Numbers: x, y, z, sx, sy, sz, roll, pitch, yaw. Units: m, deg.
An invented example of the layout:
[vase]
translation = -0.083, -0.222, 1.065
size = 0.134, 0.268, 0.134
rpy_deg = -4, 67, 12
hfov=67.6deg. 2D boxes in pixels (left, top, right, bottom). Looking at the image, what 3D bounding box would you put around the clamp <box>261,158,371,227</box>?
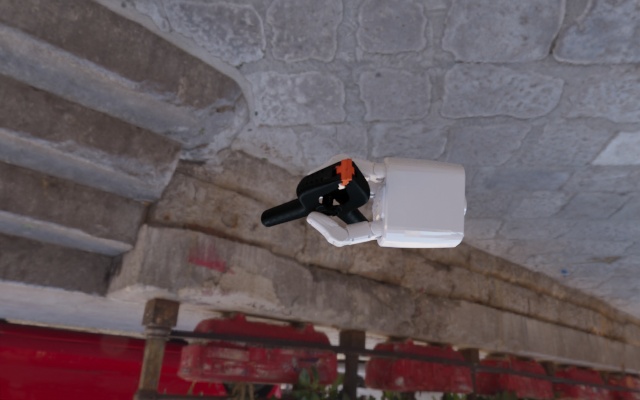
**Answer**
[clamp]
translation = 0.000, 0.003, 0.638
size = 0.164, 0.036, 0.210
rpy_deg = 1, -22, -4
